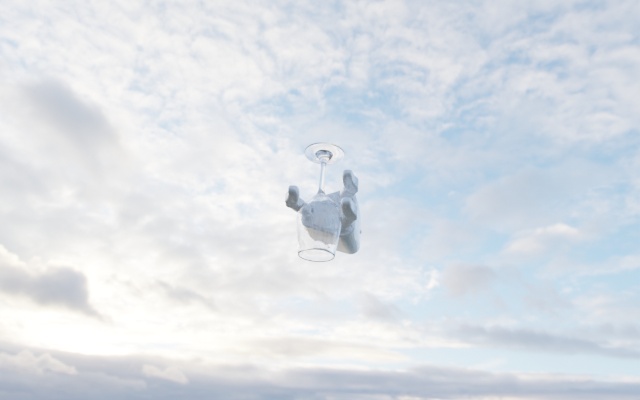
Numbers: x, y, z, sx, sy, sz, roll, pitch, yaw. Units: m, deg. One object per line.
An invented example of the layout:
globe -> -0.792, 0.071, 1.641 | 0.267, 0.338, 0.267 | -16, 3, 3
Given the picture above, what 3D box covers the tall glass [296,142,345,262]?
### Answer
tall glass -> 0.000, 0.002, 0.832 | 0.079, 0.201, 0.079 | 4, -27, 2
